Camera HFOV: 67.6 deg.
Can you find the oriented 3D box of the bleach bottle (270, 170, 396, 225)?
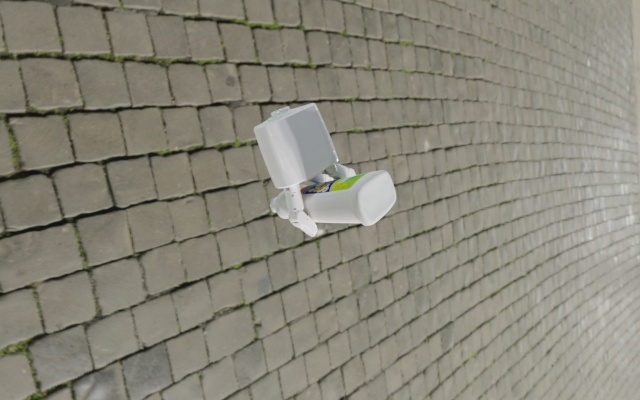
[{"bbox_3d":[0.000,0.003,0.822,0.251,0.068,0.102,-6,21,43],"label":"bleach bottle"}]
